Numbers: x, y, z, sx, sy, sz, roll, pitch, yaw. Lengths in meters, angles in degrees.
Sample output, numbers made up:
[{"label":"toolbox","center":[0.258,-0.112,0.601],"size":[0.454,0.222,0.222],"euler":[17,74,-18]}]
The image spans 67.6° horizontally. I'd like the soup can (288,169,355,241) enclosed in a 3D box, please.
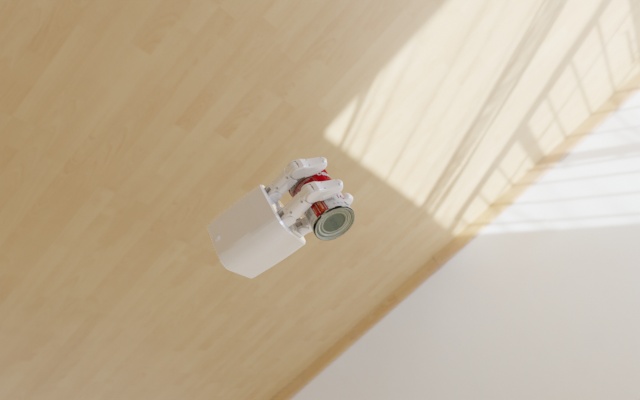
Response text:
[{"label":"soup can","center":[0.001,0.002,0.722],"size":[0.068,0.068,0.102],"euler":[0,40,-32]}]
